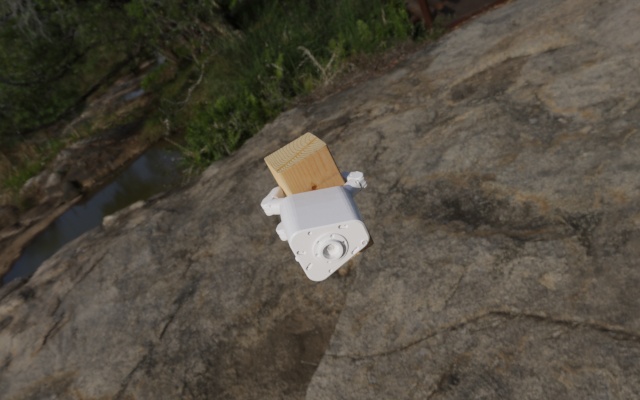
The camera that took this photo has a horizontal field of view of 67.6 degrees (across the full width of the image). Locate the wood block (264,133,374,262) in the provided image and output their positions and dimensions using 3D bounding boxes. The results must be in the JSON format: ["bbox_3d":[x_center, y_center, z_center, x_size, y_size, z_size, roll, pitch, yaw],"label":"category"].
[{"bbox_3d":[0.000,0.003,0.808,0.091,0.206,0.090,-32,29,-8],"label":"wood block"}]
